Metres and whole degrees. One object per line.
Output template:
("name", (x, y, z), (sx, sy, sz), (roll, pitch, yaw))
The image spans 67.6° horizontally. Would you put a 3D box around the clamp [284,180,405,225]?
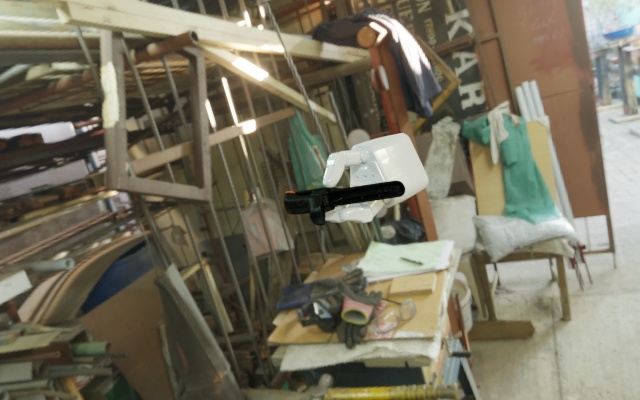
("clamp", (0.000, 0.002, 0.727), (0.164, 0.036, 0.210), (-19, 12, -40))
